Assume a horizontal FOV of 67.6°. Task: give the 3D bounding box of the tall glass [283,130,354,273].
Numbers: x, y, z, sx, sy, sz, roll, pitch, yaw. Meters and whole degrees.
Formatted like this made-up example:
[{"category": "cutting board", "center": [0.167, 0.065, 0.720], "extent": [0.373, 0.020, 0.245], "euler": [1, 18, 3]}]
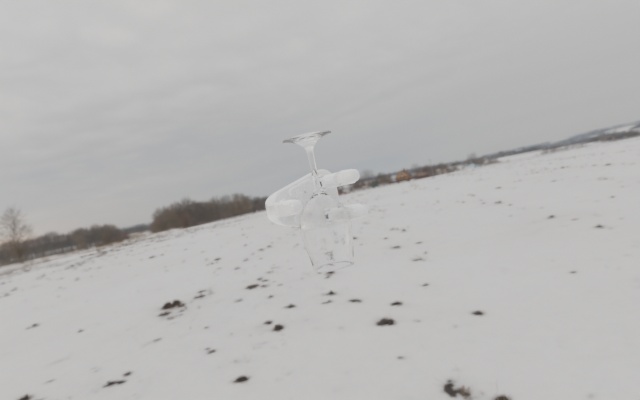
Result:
[{"category": "tall glass", "center": [0.000, 0.002, 0.713], "extent": [0.079, 0.201, 0.079], "euler": [-12, 1, 0]}]
